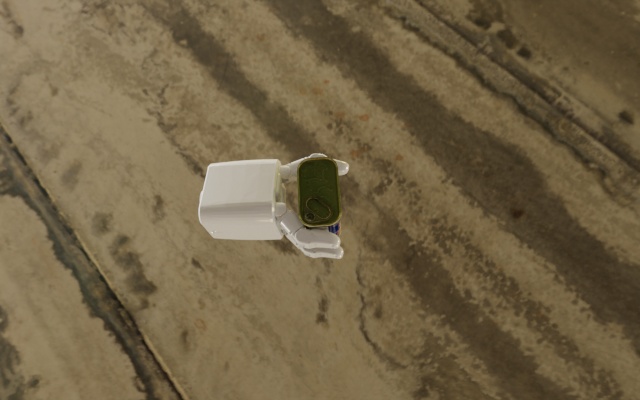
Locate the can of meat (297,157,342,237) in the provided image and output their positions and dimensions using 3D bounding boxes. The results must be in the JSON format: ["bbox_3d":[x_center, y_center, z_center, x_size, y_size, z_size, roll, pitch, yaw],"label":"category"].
[{"bbox_3d":[0.000,0.002,0.682,0.057,0.102,0.084,-5,-23,2],"label":"can of meat"}]
